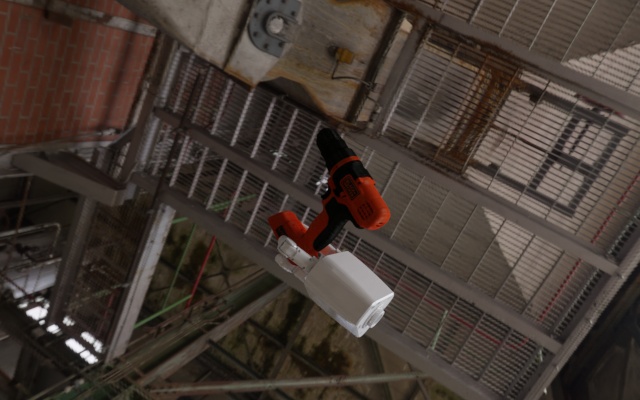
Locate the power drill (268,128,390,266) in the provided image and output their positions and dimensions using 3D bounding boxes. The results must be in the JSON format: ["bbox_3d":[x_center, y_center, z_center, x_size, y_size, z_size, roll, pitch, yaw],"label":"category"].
[{"bbox_3d":[0.000,0.003,0.760,0.188,0.184,0.057,-43,-27,28],"label":"power drill"}]
